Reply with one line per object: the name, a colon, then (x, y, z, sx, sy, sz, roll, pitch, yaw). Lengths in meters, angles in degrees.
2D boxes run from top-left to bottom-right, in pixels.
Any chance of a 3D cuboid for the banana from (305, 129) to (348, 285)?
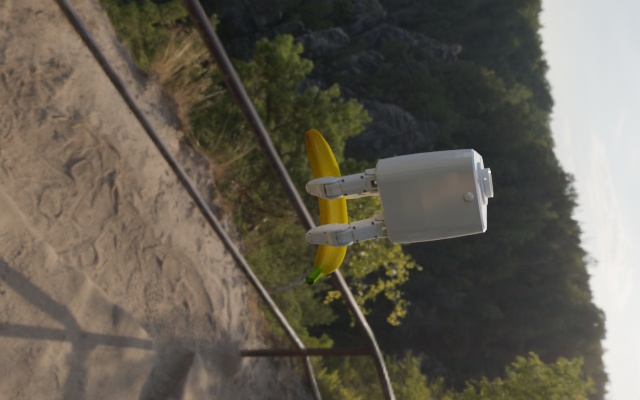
banana: (0.009, 0.008, 0.620, 0.037, 0.197, 0.069, -7, -11, 27)
